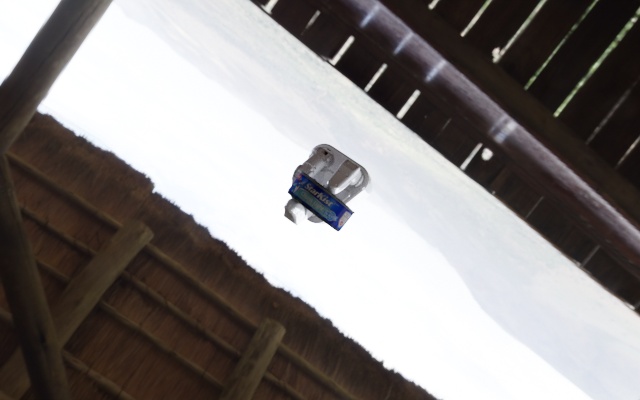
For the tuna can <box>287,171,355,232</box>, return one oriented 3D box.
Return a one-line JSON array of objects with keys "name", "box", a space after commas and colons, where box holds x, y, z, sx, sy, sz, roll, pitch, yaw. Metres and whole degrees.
[{"name": "tuna can", "box": [0.000, 0.002, 0.605, 0.086, 0.034, 0.086, 38, 0, 0]}]
